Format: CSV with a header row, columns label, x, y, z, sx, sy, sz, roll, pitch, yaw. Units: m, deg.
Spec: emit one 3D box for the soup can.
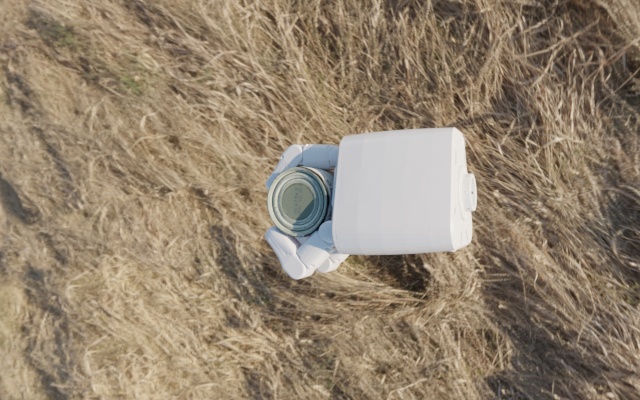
label,x,y,z,sx,sy,sz,roll,pitch,yaw
soup can,-0.001,0.001,0.487,0.068,0.068,0.102,0,0,27
